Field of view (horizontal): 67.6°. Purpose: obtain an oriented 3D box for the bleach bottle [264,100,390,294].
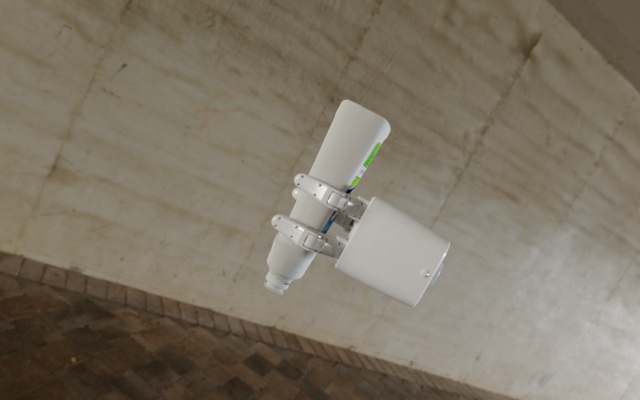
[{"bbox_3d":[0.000,0.002,0.604,0.068,0.251,0.102,29,6,7],"label":"bleach bottle"}]
